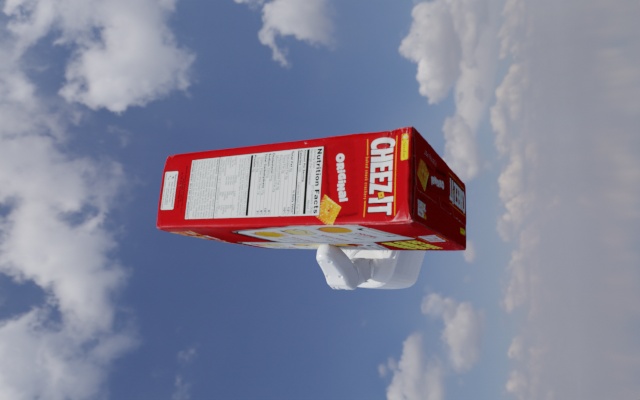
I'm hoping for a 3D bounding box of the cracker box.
[{"bbox_3d":[0.000,0.002,0.408,0.214,0.072,0.164,-3,-12,27],"label":"cracker box"}]
